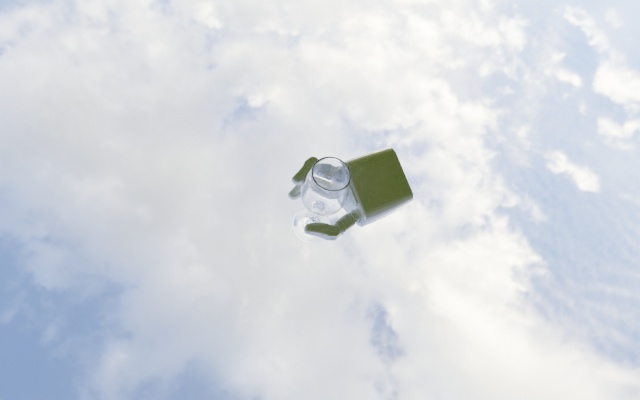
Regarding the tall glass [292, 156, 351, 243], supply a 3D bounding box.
[{"bbox_3d":[0.000,0.003,0.815,0.079,0.079,0.201,0,-26,-11],"label":"tall glass"}]
